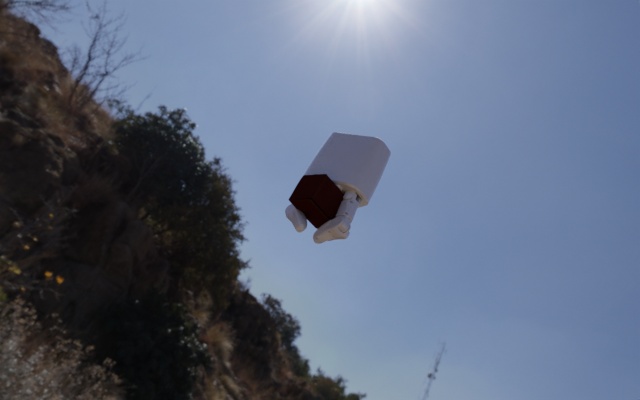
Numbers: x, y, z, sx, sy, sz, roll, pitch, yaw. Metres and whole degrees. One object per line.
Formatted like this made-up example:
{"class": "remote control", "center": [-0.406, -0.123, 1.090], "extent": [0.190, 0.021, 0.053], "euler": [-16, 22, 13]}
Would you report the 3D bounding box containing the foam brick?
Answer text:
{"class": "foam brick", "center": [0.000, 0.002, 0.738], "extent": [0.053, 0.051, 0.078], "euler": [1, -38, 45]}
